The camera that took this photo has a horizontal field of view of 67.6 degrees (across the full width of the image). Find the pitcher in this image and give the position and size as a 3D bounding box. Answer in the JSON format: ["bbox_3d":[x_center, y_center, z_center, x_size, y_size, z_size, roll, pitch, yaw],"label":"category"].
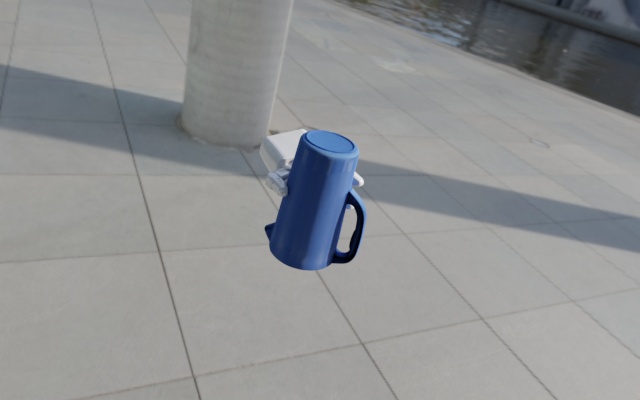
[{"bbox_3d":[0.000,0.003,0.884,0.149,0.243,0.145,-2,33,-28],"label":"pitcher"}]
